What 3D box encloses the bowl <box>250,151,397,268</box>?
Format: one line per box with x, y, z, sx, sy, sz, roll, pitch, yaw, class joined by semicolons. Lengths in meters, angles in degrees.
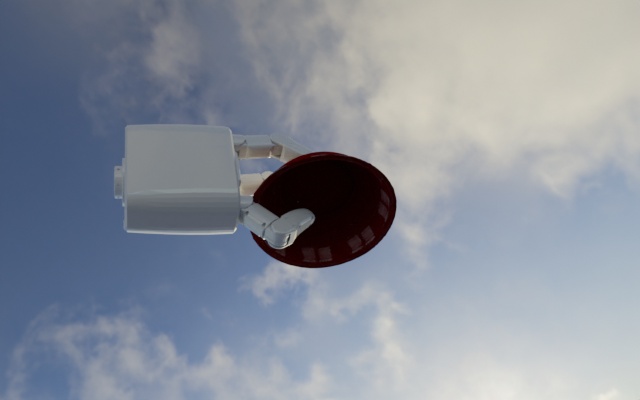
0.001;0.002;0.533;0.162;0.162;0.055;0;39;-9;bowl
